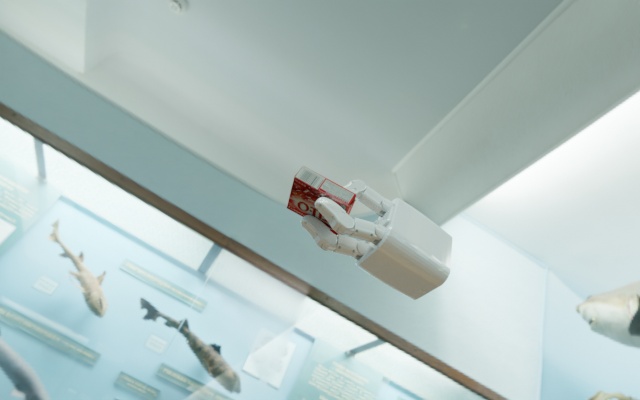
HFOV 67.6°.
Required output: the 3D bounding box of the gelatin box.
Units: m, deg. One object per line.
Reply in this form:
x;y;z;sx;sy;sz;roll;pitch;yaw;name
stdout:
0.000;0.002;0.679;0.089;0.030;0.073;29;-38;8;gelatin box
